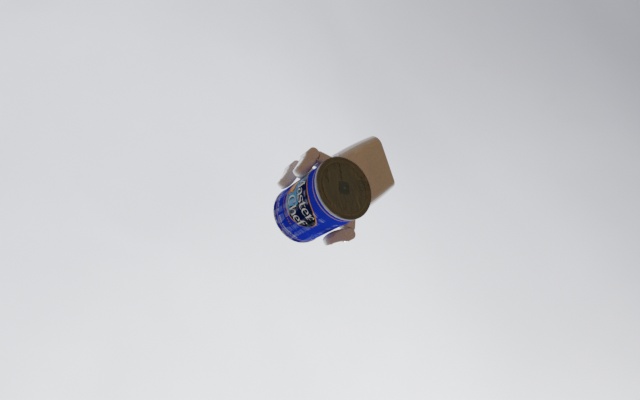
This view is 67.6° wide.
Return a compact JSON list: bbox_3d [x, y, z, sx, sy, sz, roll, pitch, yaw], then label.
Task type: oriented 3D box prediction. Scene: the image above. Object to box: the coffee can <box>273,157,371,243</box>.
[{"bbox_3d":[0.000,0.003,0.780,0.103,0.102,0.140,0,-19,-35],"label":"coffee can"}]
